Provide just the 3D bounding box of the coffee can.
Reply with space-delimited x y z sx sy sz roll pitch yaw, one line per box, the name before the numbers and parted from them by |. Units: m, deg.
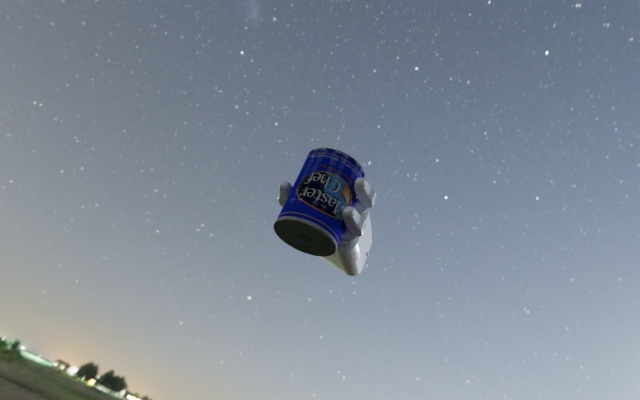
coffee can | 0.000 0.002 0.755 0.103 0.140 0.103 18 -29 10
